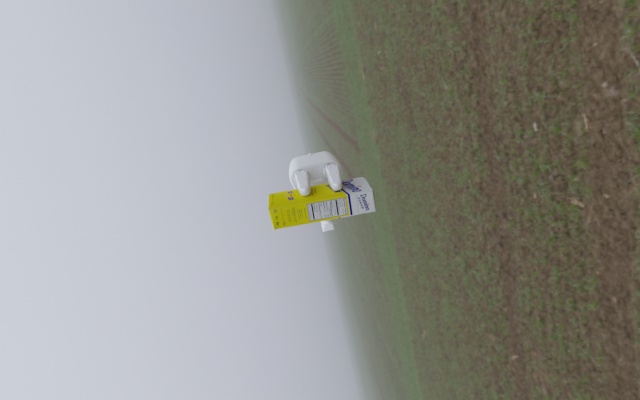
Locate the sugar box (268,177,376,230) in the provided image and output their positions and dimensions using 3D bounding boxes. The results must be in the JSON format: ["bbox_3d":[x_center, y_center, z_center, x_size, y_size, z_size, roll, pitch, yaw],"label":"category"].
[{"bbox_3d":[0.000,0.002,0.824,0.176,0.048,0.093,-13,18,-2],"label":"sugar box"}]
